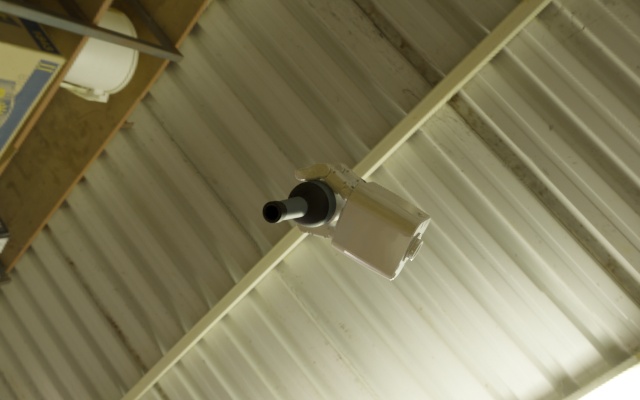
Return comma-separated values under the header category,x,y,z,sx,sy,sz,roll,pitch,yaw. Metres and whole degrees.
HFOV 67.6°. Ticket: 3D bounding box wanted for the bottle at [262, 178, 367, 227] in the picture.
category,x,y,z,sx,sy,sz,roll,pitch,yaw
bottle,0.000,0.002,0.719,0.069,0.069,0.295,0,5,24
